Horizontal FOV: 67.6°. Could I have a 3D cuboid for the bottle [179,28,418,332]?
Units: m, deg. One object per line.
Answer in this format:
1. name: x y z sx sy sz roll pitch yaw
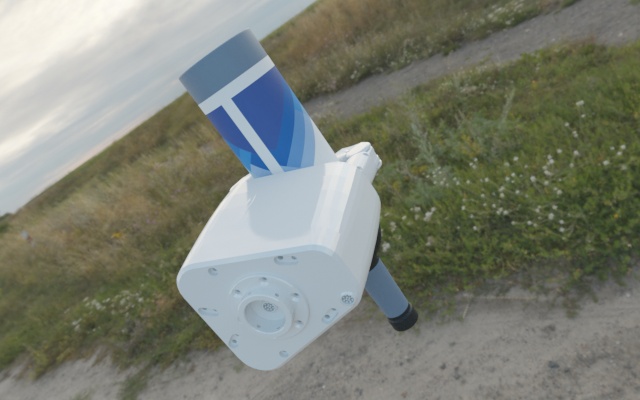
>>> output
1. bottle: 0.000 0.001 0.409 0.069 0.296 0.069 -32 19 12
